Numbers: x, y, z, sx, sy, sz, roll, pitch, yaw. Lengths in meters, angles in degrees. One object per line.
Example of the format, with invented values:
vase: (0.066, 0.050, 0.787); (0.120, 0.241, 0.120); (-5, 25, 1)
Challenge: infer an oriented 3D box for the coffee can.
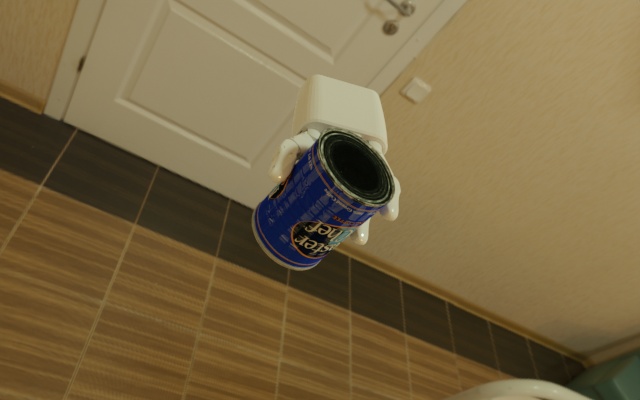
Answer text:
coffee can: (0.000, 0.002, 0.542); (0.103, 0.102, 0.140); (0, -34, -43)
